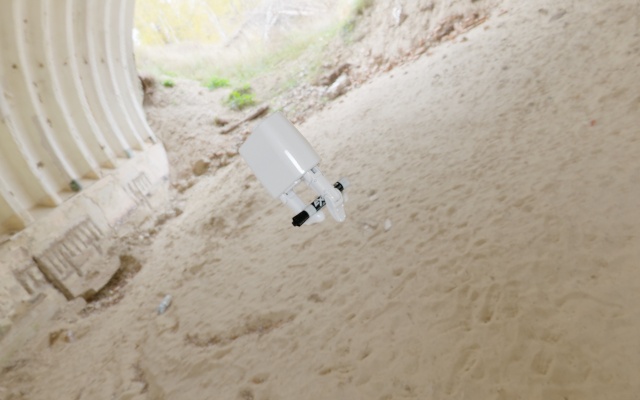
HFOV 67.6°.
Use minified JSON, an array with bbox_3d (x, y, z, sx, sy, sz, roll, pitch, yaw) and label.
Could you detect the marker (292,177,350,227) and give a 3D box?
[{"bbox_3d":[0.000,0.003,0.760,0.121,0.020,0.020,-40,20,-26],"label":"marker"}]
